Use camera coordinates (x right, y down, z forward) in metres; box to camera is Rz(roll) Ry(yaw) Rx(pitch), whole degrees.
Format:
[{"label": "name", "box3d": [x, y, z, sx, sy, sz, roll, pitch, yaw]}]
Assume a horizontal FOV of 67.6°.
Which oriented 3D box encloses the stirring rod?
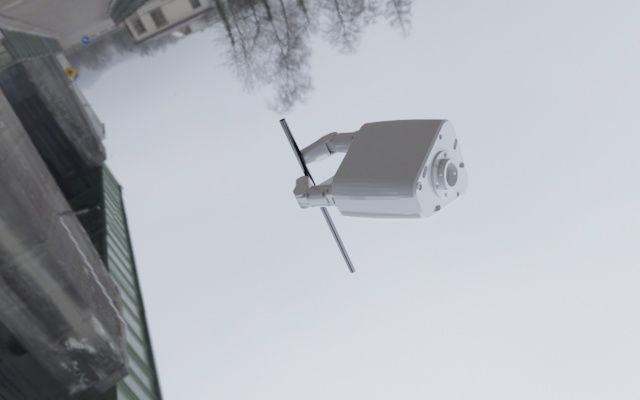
[{"label": "stirring rod", "box3d": [0.000, 0.002, 0.620, 0.011, 0.240, 0.011, -20, 27, 10]}]
